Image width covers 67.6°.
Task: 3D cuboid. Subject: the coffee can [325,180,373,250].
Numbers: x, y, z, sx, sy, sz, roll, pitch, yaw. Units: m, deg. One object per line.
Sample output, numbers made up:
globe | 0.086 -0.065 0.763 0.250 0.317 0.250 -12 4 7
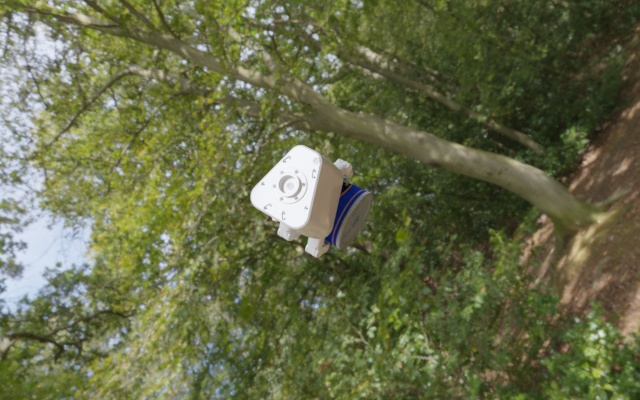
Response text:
coffee can | 0.000 0.003 0.782 0.140 0.103 0.103 29 10 19
